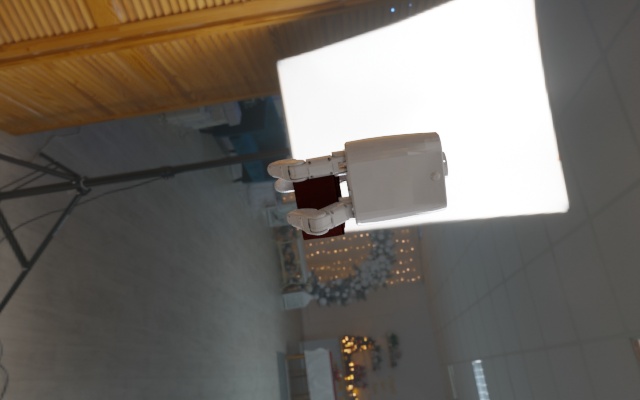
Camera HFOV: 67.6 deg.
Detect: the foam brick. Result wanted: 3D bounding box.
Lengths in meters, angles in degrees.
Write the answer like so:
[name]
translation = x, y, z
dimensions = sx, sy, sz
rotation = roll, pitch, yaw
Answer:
[foam brick]
translation = 0.000, 0.002, 0.579
dimensions = 0.051, 0.078, 0.053
rotation = -8, 16, 6
